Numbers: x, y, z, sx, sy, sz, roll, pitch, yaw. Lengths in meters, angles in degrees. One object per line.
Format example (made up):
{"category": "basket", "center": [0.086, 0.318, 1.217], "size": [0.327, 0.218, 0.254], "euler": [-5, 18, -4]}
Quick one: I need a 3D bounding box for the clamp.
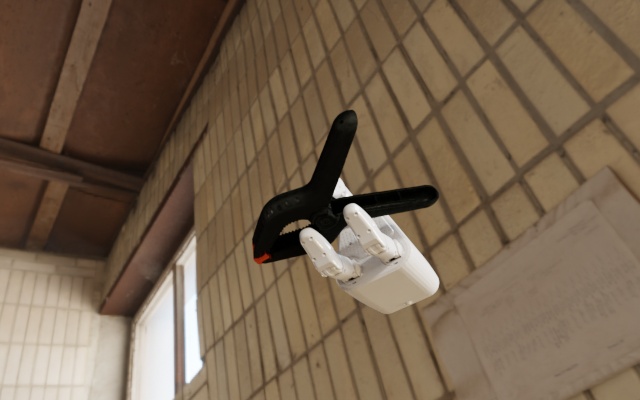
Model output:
{"category": "clamp", "center": [0.000, 0.001, 0.499], "size": [0.210, 0.036, 0.165], "euler": [-29, -45, 19]}
